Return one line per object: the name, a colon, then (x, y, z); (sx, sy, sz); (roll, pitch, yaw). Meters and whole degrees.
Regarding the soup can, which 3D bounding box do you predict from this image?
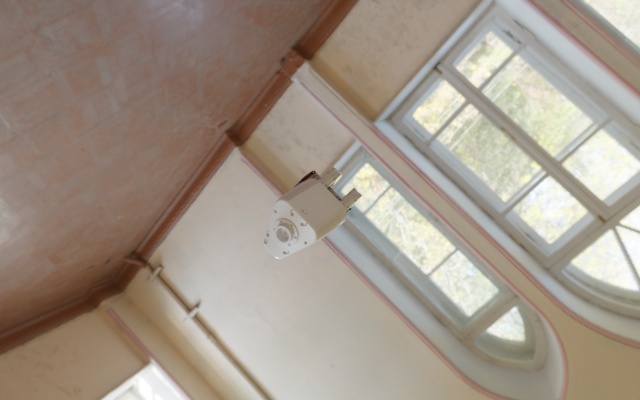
soup can: (0.001, 0.003, 0.892); (0.068, 0.102, 0.068); (-44, -7, -7)
